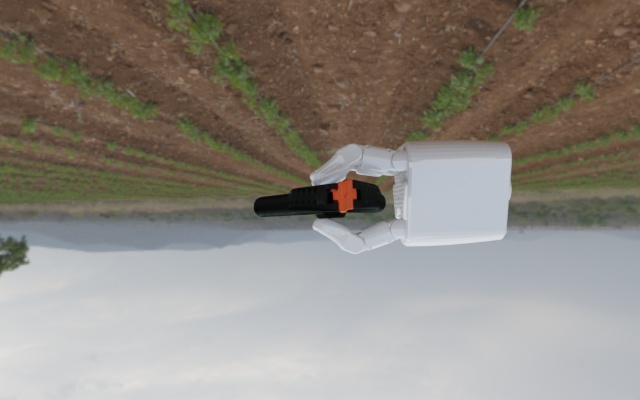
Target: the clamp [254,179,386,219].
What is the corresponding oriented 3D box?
[{"bbox_3d":[0.000,0.002,0.511,0.164,0.036,0.210,-3,-3,0],"label":"clamp"}]
